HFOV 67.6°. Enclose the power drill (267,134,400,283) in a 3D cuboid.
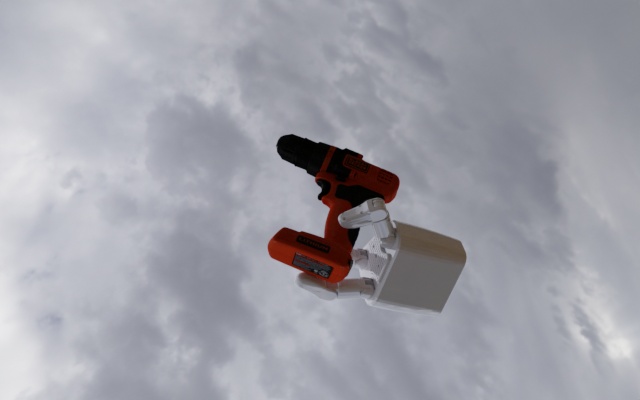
[{"bbox_3d":[0.000,0.003,0.637,0.184,0.187,0.057,22,-33,5],"label":"power drill"}]
